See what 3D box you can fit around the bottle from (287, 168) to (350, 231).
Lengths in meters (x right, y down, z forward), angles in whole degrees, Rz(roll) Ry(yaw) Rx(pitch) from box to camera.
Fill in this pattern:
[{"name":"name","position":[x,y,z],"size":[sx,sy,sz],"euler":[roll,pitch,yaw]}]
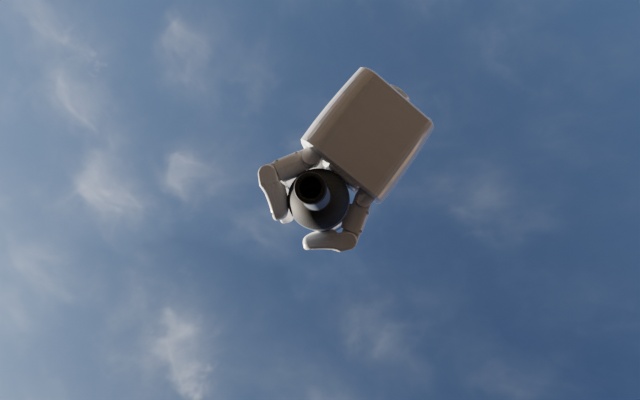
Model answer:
[{"name":"bottle","position":[0.000,0.002,0.544],"size":[0.069,0.069,0.296],"euler":[0,-5,3]}]
